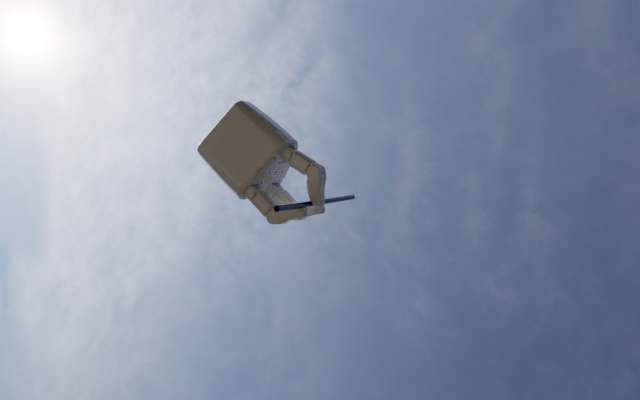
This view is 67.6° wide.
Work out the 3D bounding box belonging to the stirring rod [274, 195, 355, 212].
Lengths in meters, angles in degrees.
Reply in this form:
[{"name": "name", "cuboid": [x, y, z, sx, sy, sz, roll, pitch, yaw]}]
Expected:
[{"name": "stirring rod", "cuboid": [0.000, 0.002, 0.698, 0.011, 0.011, 0.239, 0, 4, 27]}]
